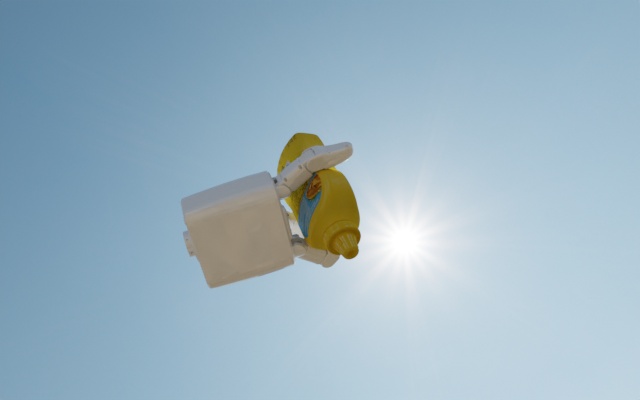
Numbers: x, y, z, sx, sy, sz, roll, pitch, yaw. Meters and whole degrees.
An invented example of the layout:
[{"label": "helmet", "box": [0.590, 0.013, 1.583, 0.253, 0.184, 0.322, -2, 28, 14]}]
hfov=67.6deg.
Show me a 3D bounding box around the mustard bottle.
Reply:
[{"label": "mustard bottle", "box": [0.000, 0.002, 0.574, 0.058, 0.096, 0.191, 3, 33, -26]}]
